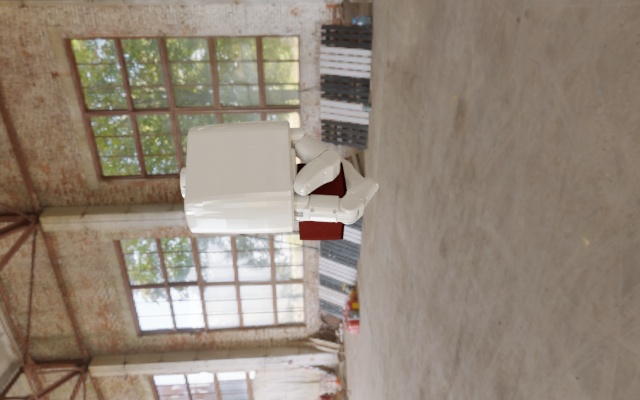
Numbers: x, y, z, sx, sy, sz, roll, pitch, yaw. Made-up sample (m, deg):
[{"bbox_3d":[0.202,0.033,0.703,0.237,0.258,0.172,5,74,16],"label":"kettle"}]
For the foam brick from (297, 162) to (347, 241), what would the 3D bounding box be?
[{"bbox_3d":[0.000,0.002,0.534,0.051,0.053,0.078,-3,-41,-4],"label":"foam brick"}]
